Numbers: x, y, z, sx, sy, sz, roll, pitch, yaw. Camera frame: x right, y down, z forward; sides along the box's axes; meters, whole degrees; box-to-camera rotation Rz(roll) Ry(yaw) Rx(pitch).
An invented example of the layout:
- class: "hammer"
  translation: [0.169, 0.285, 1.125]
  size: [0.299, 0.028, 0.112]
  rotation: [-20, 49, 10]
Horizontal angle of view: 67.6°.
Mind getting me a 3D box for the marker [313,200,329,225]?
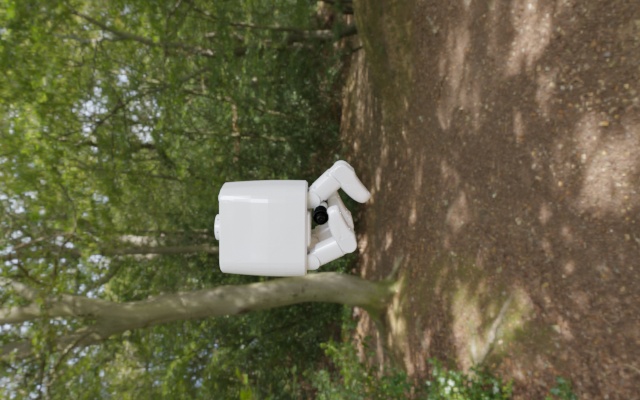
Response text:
- class: "marker"
  translation: [0.000, 0.002, 0.610]
  size: [0.020, 0.020, 0.121]
  rotation: [0, 20, 0]
